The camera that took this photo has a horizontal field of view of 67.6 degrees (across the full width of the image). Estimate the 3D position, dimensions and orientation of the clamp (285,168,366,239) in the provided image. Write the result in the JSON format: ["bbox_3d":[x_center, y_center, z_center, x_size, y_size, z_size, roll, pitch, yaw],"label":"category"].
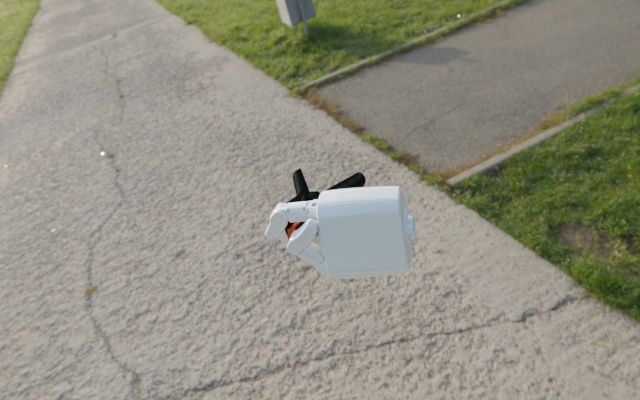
[{"bbox_3d":[0.000,0.002,0.709,0.120,0.039,0.171,-5,36,17],"label":"clamp"}]
